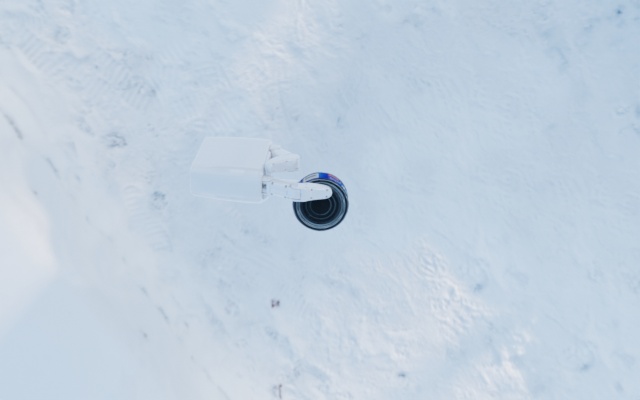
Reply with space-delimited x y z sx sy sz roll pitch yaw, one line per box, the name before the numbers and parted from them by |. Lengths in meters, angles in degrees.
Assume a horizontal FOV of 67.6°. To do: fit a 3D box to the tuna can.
tuna can | 0.000 0.003 0.722 0.086 0.086 0.033 0 19 -1
